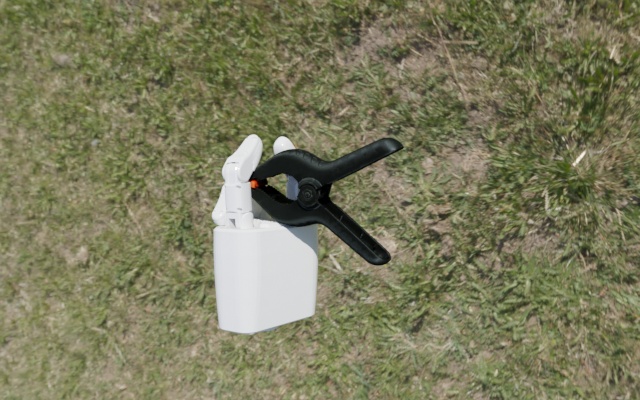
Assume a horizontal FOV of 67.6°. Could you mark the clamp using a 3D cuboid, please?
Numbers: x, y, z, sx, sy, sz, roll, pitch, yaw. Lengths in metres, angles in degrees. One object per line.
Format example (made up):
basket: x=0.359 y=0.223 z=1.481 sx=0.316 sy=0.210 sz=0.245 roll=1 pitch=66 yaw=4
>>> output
clamp: x=0.000 y=0.001 z=0.472 sx=0.171 sy=0.120 sz=0.039 roll=1 pitch=4 yaw=28
